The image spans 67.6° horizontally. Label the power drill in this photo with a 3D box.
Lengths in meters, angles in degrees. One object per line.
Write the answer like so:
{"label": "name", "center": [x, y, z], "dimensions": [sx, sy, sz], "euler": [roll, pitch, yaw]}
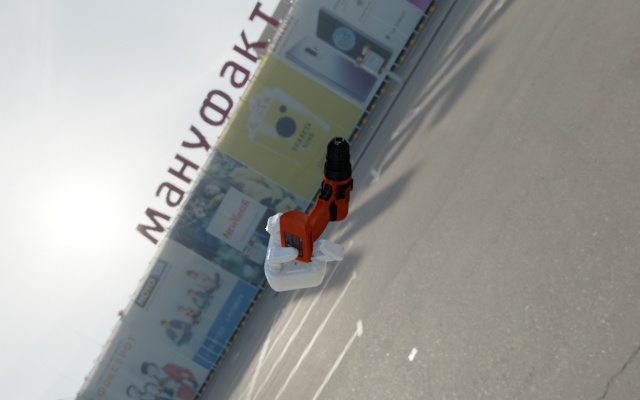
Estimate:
{"label": "power drill", "center": [0.000, 0.003, 0.838], "dimensions": [0.057, 0.185, 0.187], "euler": [20, 46, 23]}
